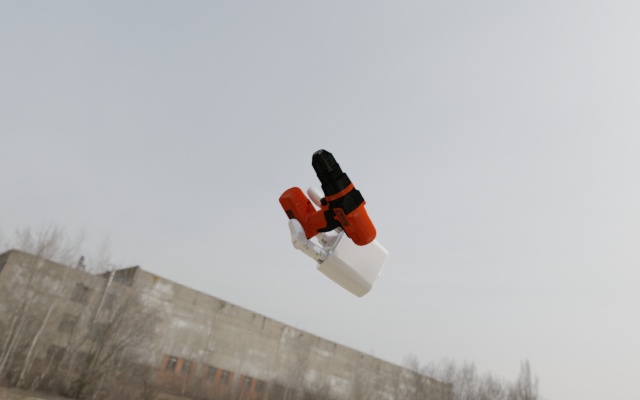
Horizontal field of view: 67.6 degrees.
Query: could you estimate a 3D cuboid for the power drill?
[{"bbox_3d":[0.000,0.003,0.869,0.057,0.184,0.187,-36,15,-31],"label":"power drill"}]
